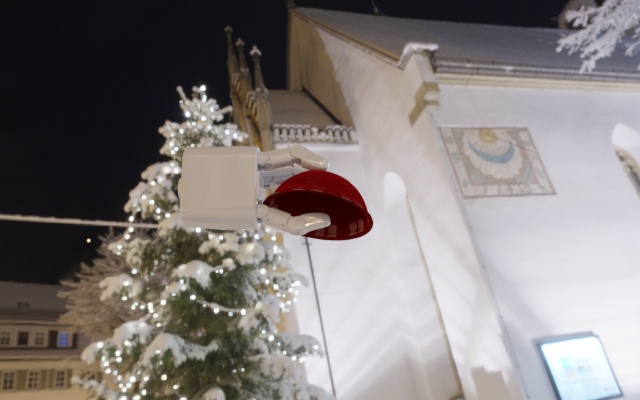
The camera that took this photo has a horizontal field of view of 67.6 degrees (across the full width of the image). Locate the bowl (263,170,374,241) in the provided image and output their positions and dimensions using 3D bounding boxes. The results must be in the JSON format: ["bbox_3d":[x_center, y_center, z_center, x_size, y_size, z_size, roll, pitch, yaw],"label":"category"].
[{"bbox_3d":[0.001,0.002,0.697,0.162,0.055,0.162,9,-27,5],"label":"bowl"}]
